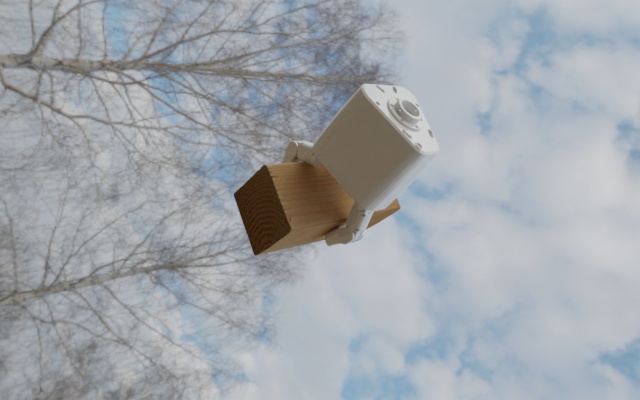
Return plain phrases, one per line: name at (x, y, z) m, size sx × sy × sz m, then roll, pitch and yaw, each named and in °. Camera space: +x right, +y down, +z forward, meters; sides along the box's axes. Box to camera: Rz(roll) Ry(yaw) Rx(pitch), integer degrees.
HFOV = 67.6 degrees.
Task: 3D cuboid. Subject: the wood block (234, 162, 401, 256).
wood block at (0.001, 0.002, 0.655) m, size 0.206 × 0.090 × 0.090 m, roll -9°, pitch -19°, yaw -42°
